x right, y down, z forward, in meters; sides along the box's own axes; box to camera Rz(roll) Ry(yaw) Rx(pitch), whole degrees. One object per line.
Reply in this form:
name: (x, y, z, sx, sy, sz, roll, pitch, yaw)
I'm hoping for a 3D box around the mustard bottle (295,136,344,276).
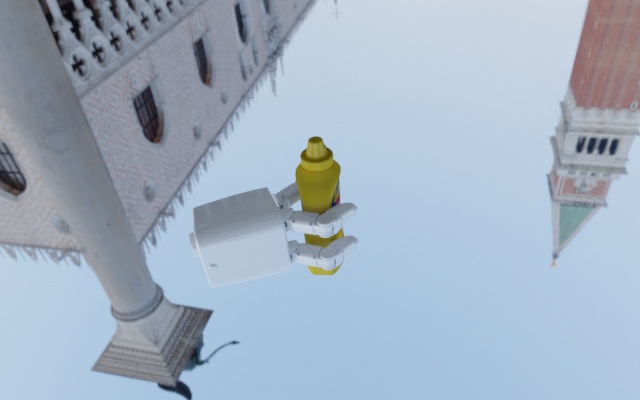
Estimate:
mustard bottle: (0.000, 0.002, 0.630, 0.058, 0.192, 0.096, 1, 38, 9)
